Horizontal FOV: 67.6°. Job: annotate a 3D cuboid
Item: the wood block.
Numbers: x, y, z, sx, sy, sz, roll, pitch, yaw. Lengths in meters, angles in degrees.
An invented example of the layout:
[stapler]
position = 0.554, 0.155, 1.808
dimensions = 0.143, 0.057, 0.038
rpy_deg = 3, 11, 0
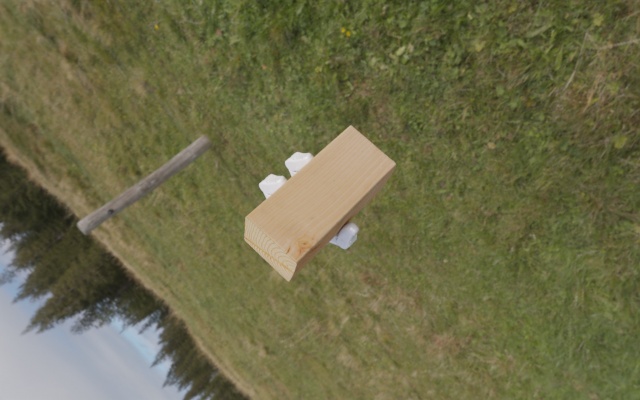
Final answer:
[wood block]
position = 0.000, 0.003, 0.669
dimensions = 0.206, 0.091, 0.090
rpy_deg = -44, -10, -24
